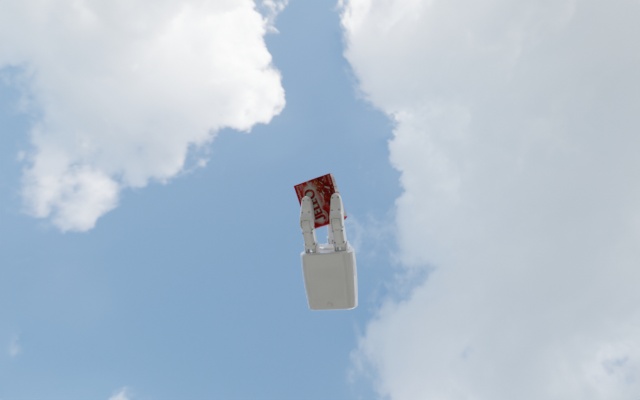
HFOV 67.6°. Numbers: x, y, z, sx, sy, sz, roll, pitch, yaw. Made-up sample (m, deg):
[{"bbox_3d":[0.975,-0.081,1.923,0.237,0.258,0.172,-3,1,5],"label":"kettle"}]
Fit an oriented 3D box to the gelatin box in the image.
[{"bbox_3d":[0.000,0.003,0.875,0.073,0.089,0.030,-19,-4,15],"label":"gelatin box"}]
